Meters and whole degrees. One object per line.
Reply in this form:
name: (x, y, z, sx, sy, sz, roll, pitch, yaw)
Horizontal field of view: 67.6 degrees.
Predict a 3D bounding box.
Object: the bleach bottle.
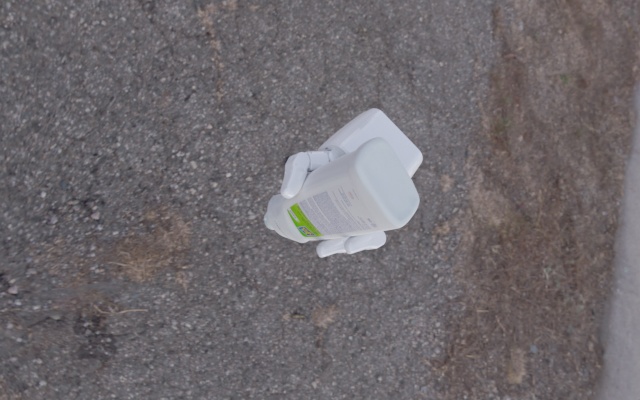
bleach bottle: (0.000, 0.002, 0.608, 0.251, 0.102, 0.068, -15, 24, 51)
